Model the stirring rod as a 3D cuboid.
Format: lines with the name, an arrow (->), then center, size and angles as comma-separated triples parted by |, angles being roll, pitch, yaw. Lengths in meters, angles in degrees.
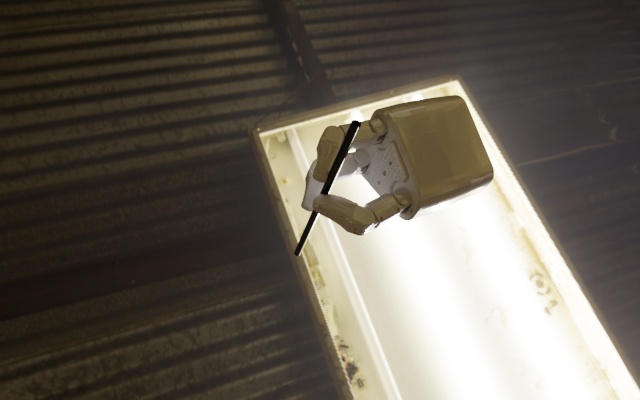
stirring rod -> 0.000, 0.002, 0.471 | 0.011, 0.011, 0.240 | 0, -31, -15
